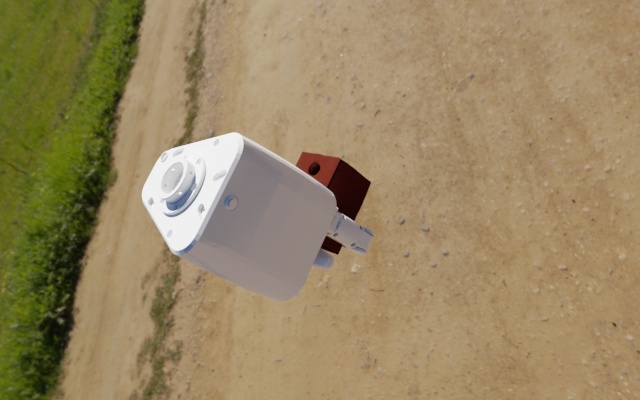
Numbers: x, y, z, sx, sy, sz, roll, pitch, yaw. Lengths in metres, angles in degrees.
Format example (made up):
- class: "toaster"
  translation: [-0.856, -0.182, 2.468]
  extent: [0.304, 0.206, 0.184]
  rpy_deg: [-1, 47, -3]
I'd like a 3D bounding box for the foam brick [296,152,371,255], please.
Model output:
- class: "foam brick"
  translation: [0.000, 0.001, 0.440]
  extent: [0.053, 0.078, 0.051]
  rpy_deg: [15, -13, 46]
